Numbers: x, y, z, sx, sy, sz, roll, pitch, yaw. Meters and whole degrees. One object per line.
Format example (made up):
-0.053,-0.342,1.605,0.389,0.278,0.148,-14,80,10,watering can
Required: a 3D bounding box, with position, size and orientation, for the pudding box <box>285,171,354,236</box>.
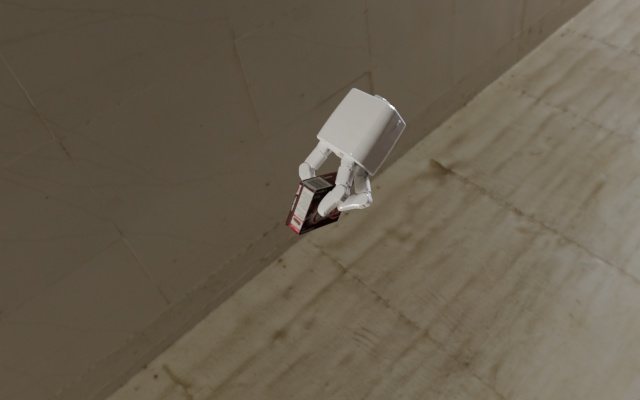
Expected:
0.000,0.003,0.808,0.039,0.090,0.113,37,32,29,pudding box
